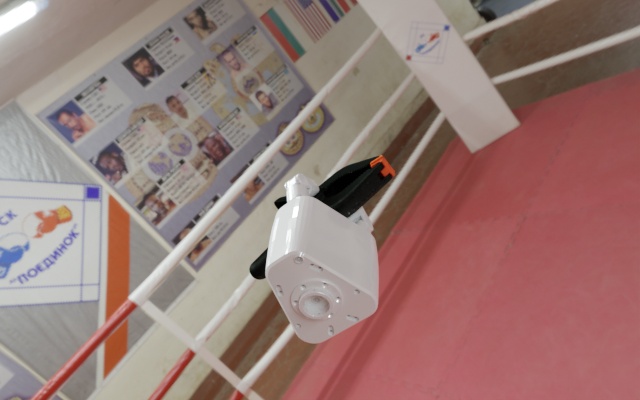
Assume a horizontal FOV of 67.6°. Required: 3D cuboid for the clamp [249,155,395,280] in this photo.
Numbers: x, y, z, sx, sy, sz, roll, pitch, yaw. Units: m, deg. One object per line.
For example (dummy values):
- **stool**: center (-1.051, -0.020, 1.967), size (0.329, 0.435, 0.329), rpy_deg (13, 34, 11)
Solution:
- **clamp**: center (0.000, 0.001, 0.621), size (0.210, 0.036, 0.164), rpy_deg (-34, 24, 19)
